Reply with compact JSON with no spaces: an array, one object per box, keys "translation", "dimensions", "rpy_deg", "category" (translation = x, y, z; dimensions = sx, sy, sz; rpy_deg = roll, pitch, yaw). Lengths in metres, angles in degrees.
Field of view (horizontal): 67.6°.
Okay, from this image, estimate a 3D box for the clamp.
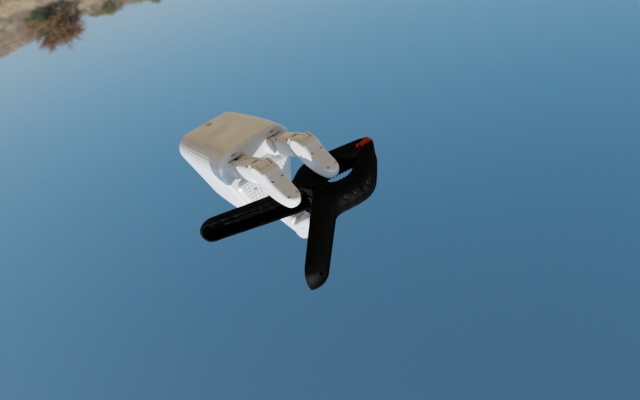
[{"translation":[0.000,0.002,0.492],"dimensions":[0.210,0.036,0.164],"rpy_deg":[-38,41,-27],"category":"clamp"}]
